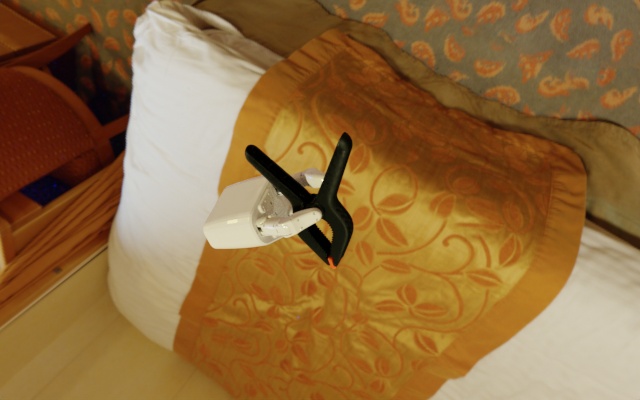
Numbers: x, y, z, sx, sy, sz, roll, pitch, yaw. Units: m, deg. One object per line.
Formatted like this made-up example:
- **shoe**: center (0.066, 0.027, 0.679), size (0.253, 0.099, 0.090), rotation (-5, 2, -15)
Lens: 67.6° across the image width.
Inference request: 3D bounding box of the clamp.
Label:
- **clamp**: center (0.000, 0.003, 0.660), size (0.164, 0.210, 0.036), rotation (-9, 26, 36)
